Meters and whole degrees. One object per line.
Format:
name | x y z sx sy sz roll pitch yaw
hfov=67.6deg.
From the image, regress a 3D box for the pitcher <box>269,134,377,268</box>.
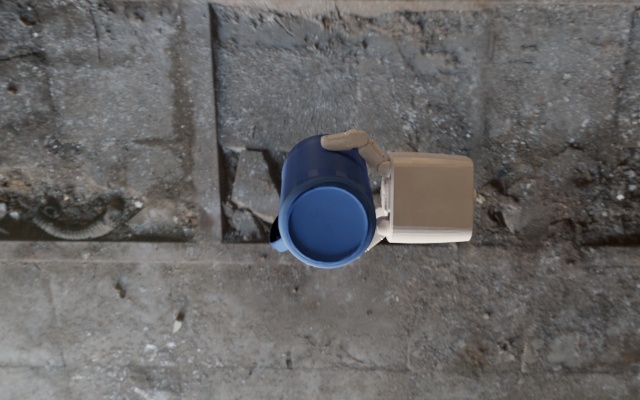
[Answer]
pitcher | 0.000 0.002 0.629 0.145 0.149 0.242 1 16 0
